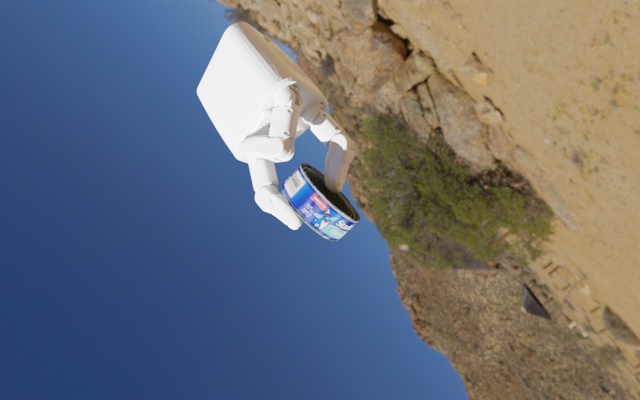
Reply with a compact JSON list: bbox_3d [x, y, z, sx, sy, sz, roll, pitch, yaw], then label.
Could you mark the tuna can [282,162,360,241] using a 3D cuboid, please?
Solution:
[{"bbox_3d":[0.000,0.002,0.504,0.034,0.086,0.086,-45,-12,12],"label":"tuna can"}]
